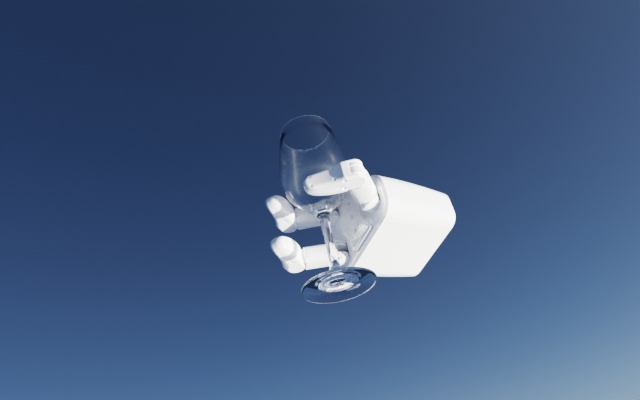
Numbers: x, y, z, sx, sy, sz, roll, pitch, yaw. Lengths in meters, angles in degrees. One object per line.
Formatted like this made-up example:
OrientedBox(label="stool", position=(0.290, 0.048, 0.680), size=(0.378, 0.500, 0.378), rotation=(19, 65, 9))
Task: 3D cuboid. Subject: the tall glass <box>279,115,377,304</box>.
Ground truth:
OrientedBox(label="tall glass", position=(0.000, 0.002, 0.509), size=(0.079, 0.201, 0.079), rotation=(-9, -34, -6))
